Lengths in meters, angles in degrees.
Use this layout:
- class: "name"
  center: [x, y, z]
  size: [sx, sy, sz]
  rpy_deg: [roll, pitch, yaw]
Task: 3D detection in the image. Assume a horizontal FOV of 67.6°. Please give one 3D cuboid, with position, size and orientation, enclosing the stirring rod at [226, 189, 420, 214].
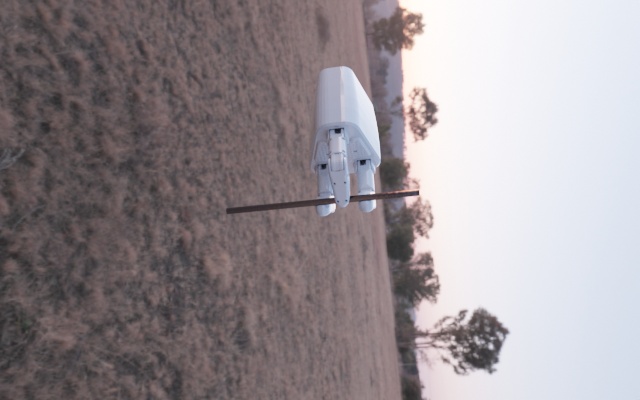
- class: "stirring rod"
  center: [0.000, 0.002, 0.589]
  size: [0.239, 0.011, 0.011]
  rpy_deg: [-6, -1, 8]
